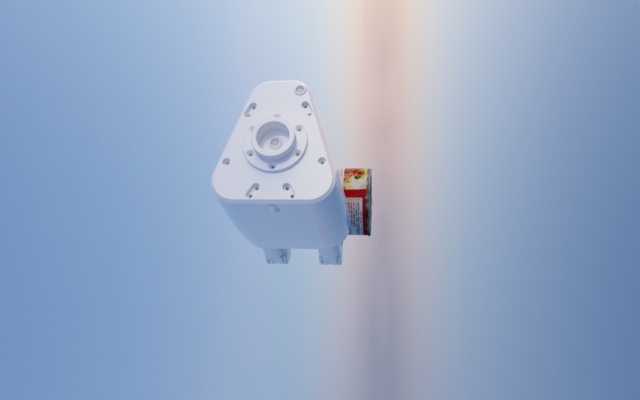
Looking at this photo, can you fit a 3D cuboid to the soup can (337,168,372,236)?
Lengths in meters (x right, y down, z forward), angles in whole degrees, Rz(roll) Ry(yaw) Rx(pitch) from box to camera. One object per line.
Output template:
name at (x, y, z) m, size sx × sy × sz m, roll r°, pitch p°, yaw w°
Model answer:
soup can at (0.000, 0.002, 0.481) m, size 0.102 × 0.068 × 0.068 m, roll 0°, pitch 0°, yaw 7°
